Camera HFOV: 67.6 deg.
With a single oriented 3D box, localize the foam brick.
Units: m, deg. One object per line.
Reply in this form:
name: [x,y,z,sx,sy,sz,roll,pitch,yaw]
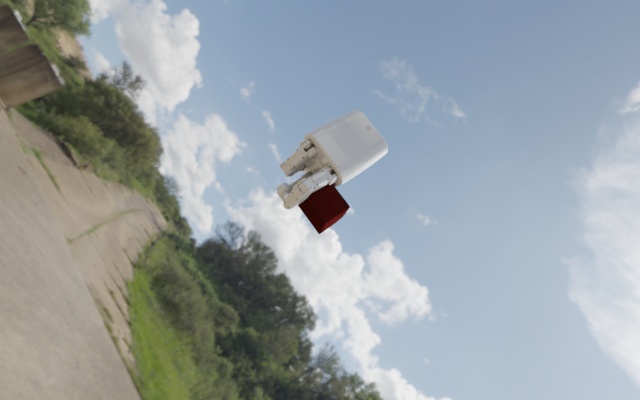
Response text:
foam brick: [0.000,0.003,0.758,0.051,0.078,0.053,-32,-12,-24]
